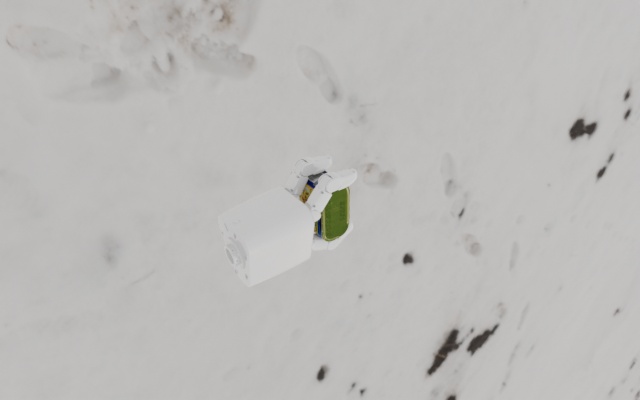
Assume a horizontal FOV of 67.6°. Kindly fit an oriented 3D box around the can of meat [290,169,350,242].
[{"bbox_3d":[0.000,0.003,0.742,0.057,0.102,0.084,-22,37,-28],"label":"can of meat"}]
